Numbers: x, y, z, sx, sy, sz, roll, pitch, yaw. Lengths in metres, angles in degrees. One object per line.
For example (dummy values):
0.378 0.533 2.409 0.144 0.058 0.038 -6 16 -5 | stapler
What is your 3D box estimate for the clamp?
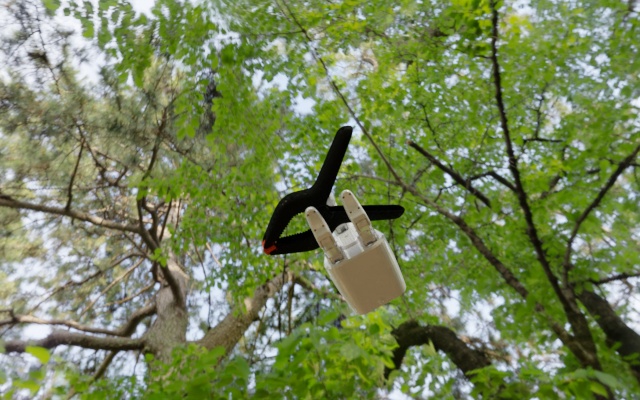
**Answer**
0.000 0.002 0.683 0.210 0.165 0.036 -29 24 0 | clamp
